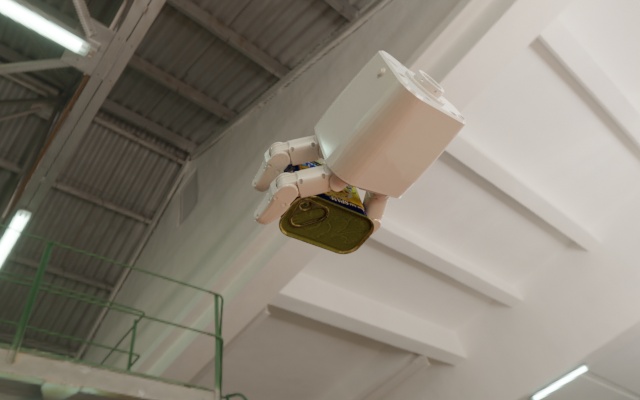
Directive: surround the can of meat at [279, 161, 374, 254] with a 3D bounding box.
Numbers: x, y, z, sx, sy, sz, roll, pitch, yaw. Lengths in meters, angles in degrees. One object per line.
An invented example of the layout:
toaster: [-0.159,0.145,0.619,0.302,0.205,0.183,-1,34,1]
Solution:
can of meat: [0.000,0.002,0.527,0.102,0.057,0.084,22,31,-29]
